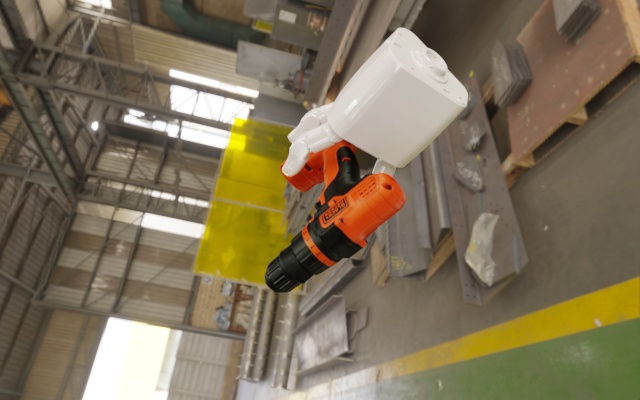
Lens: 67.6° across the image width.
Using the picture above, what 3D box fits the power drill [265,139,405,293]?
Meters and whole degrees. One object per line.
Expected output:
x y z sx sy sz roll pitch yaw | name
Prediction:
0.000 0.001 0.569 0.057 0.184 0.187 42 18 -34 | power drill
